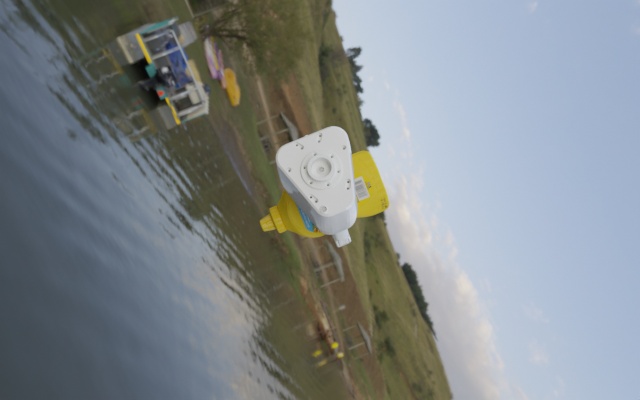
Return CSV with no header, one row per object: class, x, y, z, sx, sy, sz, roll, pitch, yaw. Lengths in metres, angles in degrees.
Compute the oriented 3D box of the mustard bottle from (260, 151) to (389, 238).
mustard bottle,0.000,0.002,0.720,0.191,0.096,0.058,-22,11,-3
